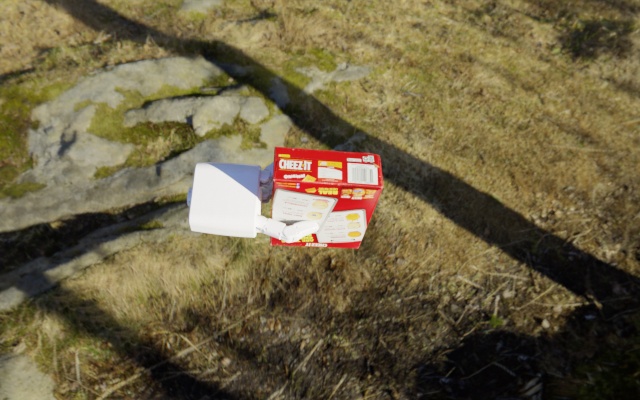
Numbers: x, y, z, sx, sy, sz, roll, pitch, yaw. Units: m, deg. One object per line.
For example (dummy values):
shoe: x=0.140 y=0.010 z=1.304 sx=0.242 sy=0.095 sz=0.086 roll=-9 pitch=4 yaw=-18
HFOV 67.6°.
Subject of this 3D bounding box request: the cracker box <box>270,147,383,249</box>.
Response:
cracker box: x=0.000 y=0.003 z=0.794 sx=0.164 sy=0.072 sz=0.214 roll=3 pitch=-31 yaw=-5
